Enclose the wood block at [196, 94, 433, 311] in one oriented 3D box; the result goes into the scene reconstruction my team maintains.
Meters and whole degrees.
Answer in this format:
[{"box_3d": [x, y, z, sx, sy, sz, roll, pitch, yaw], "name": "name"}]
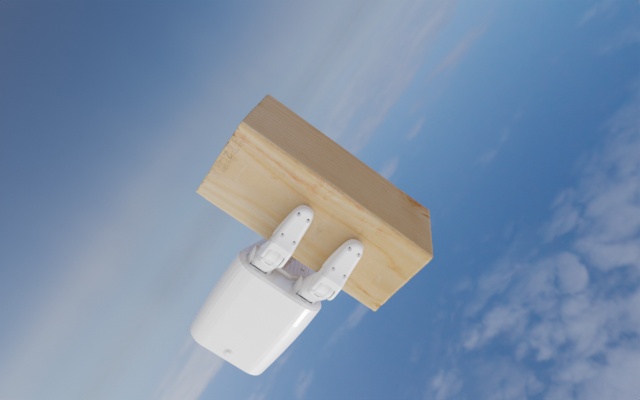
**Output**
[{"box_3d": [0.000, 0.002, 0.469, 0.206, 0.090, 0.090, 35, 28, -9], "name": "wood block"}]
